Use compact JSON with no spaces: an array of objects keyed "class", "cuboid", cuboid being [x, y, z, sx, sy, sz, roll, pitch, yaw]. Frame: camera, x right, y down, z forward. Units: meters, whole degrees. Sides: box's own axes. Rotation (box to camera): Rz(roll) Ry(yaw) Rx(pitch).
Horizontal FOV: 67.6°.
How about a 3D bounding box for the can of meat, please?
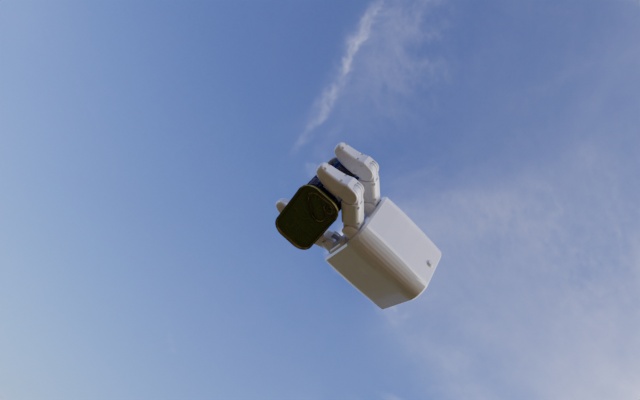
[{"class":"can of meat","cuboid":[0.000,0.002,0.609,0.084,0.057,0.102,-48,-2,-47]}]
